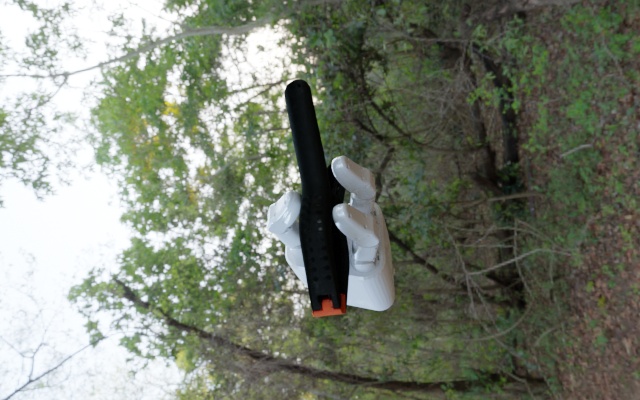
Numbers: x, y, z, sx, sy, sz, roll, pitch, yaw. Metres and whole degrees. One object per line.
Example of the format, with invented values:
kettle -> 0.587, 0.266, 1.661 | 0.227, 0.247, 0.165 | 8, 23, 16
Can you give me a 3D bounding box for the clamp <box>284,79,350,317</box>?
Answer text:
clamp -> -0.001, 0.002, 0.455 | 0.036, 0.209, 0.165 | -11, -35, 15
